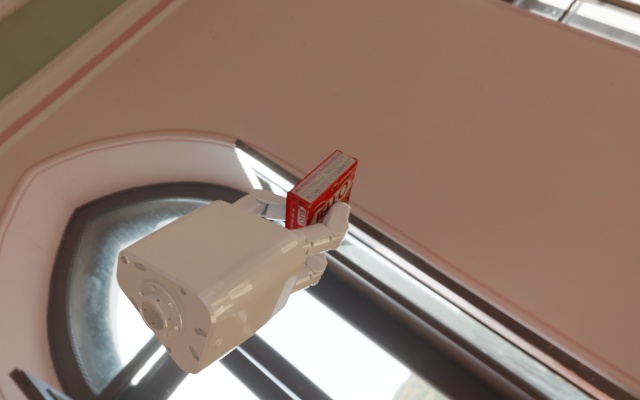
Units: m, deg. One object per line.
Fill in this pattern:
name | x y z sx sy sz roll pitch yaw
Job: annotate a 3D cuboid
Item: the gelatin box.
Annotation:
gelatin box | 0.000 0.001 0.487 0.030 0.073 0.089 29 48 19
